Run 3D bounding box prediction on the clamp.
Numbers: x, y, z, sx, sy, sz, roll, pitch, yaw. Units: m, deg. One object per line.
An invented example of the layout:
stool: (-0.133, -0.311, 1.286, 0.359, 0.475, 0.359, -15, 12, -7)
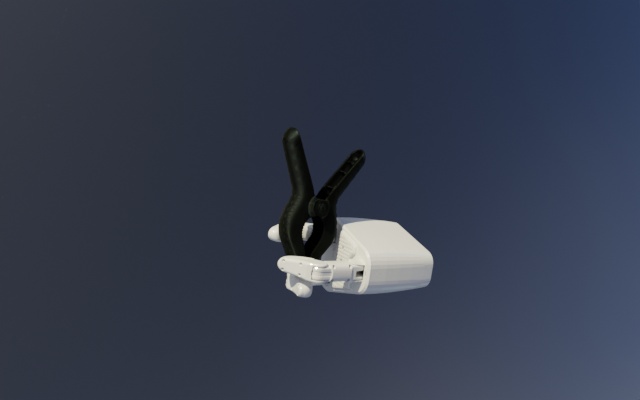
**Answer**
clamp: (0.000, 0.002, 0.585, 0.120, 0.171, 0.039, 3, 9, -30)
